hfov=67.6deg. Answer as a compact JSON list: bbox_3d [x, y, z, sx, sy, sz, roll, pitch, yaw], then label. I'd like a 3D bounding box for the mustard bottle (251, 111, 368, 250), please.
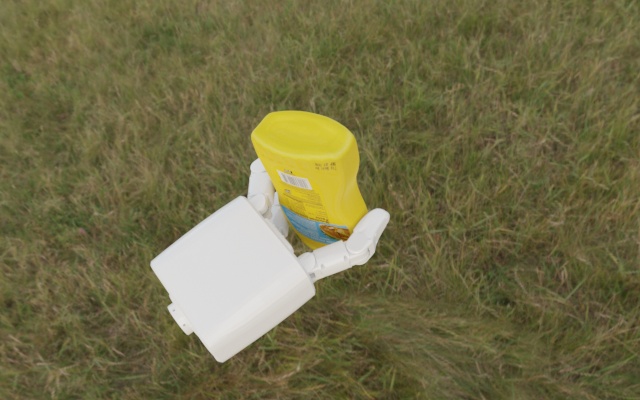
[{"bbox_3d":[0.000,0.001,0.481,0.096,0.058,0.192,17,-33,26],"label":"mustard bottle"}]
